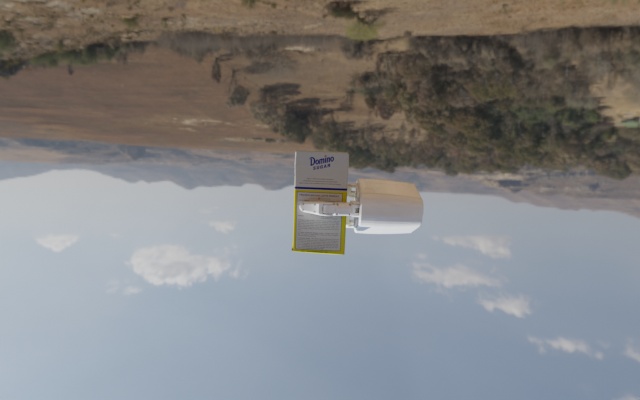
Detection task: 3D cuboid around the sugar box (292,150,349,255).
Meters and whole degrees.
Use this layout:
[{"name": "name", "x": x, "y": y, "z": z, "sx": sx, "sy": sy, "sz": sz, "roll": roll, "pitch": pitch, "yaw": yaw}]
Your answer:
[{"name": "sugar box", "x": 0.000, "y": 0.003, "z": 0.830, "sx": 0.093, "sy": 0.176, "sz": 0.048, "roll": 3, "pitch": 3, "yaw": 2}]
